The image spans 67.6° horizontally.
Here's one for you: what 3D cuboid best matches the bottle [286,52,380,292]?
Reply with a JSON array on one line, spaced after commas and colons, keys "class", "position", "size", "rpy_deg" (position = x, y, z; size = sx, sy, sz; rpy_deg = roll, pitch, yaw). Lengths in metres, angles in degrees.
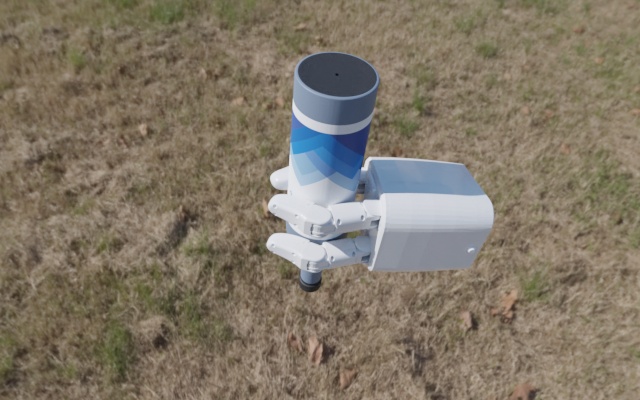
[{"class": "bottle", "position": [0.000, 0.001, 0.477], "size": [0.069, 0.069, 0.296], "rpy_deg": [0, -43, -7]}]
